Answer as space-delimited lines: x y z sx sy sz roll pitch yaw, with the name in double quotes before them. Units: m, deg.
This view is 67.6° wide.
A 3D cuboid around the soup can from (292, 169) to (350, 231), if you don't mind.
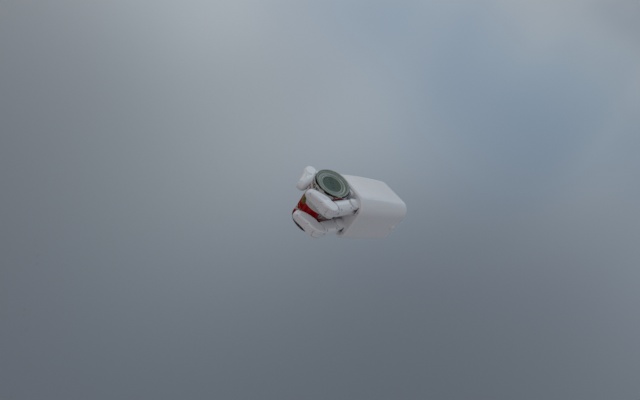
"soup can" 0.000 0.002 0.850 0.068 0.068 0.102 0 -41 -35
